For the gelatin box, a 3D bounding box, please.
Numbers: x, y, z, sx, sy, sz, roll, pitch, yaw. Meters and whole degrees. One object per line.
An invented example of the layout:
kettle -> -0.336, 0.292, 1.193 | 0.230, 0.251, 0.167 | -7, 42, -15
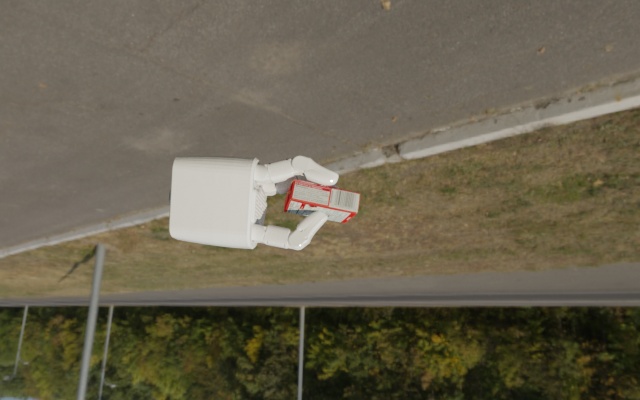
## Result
gelatin box -> 0.000, 0.003, 0.619 | 0.089, 0.030, 0.073 | 12, -14, -6
